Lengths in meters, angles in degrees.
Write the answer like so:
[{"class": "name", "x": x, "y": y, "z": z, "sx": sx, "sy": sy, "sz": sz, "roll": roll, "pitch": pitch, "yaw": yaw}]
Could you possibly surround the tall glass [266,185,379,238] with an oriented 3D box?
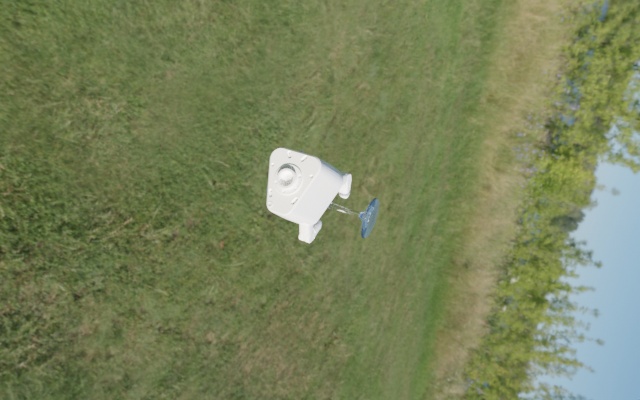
[{"class": "tall glass", "x": 0.001, "y": 0.003, "z": 0.874, "sx": 0.201, "sy": 0.079, "sz": 0.079, "roll": 18, "pitch": 7, "yaw": 22}]
